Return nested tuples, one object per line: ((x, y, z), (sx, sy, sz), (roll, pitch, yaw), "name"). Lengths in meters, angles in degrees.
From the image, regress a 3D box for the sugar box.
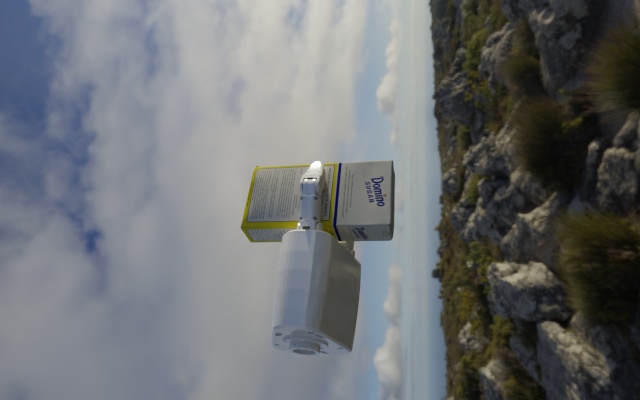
((0.000, 0.002, 0.576), (0.176, 0.093, 0.048), (0, -32, 12), "sugar box")
